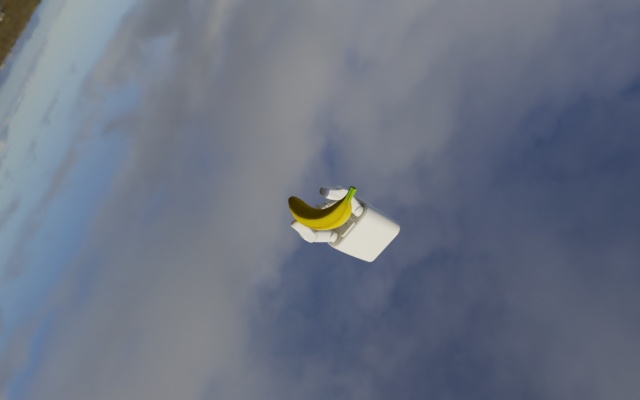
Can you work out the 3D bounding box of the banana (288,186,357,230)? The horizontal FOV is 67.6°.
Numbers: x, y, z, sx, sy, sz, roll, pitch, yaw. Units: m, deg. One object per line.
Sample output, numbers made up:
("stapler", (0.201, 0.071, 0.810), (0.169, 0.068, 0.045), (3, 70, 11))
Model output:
("banana", (-0.003, 0.020, 0.860), (0.037, 0.069, 0.198), (27, -20, -33))
